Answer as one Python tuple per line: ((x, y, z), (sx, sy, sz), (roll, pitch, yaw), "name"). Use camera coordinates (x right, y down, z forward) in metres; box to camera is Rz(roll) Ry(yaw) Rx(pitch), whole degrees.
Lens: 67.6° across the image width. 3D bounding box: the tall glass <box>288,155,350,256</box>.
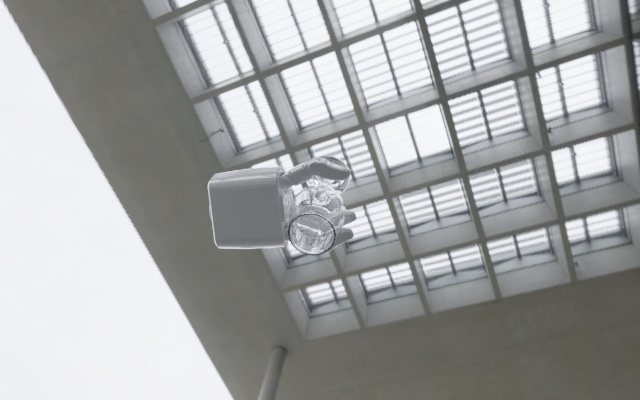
((0.000, 0.002, 0.695), (0.079, 0.079, 0.201), (0, 25, 7), "tall glass")
